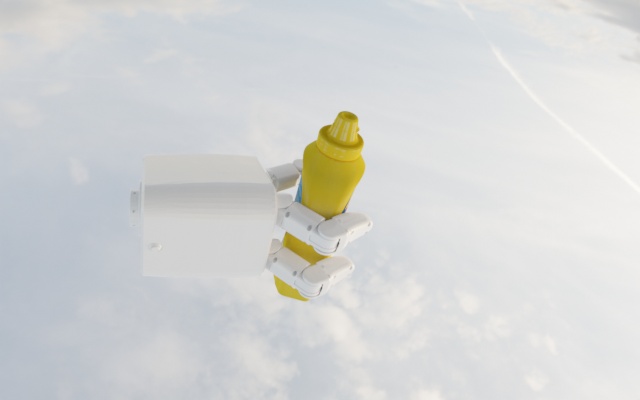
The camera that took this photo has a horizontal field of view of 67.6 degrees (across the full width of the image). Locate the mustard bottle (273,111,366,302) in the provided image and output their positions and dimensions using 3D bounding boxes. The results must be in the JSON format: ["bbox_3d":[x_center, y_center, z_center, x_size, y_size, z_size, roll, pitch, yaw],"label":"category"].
[{"bbox_3d":[0.000,0.002,0.458,0.058,0.192,0.096,17,37,0],"label":"mustard bottle"}]
